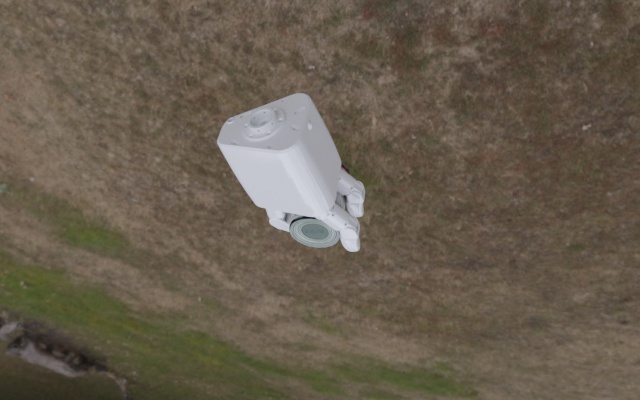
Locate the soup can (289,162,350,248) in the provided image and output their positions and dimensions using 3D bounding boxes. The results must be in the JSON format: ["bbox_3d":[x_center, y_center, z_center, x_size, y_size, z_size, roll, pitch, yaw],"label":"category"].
[{"bbox_3d":[0.000,0.003,0.631,0.068,0.102,0.069,7,-37,5],"label":"soup can"}]
